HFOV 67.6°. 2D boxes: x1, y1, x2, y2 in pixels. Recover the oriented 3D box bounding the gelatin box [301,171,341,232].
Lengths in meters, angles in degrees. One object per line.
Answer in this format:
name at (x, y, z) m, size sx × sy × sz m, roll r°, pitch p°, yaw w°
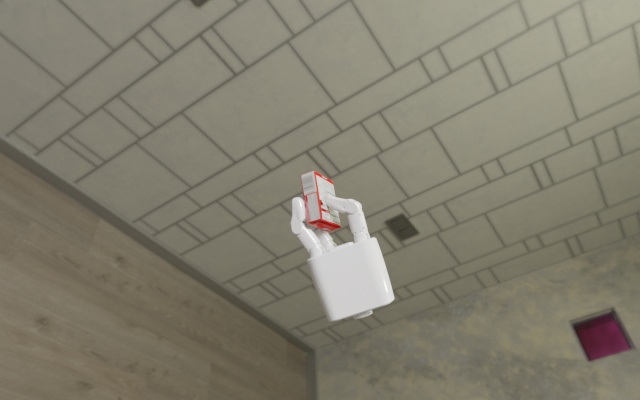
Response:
gelatin box at (0.000, 0.002, 0.804) m, size 0.030 × 0.089 × 0.073 m, roll -16°, pitch -19°, yaw 23°
